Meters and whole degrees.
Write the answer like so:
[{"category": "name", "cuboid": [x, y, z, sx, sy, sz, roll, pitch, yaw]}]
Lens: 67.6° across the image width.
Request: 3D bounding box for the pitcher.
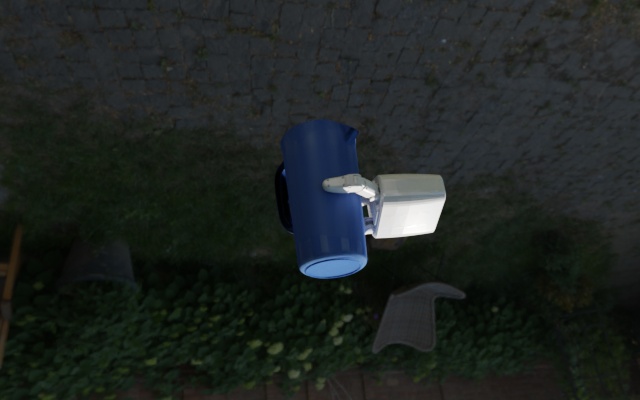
[{"category": "pitcher", "cuboid": [0.000, 0.003, 0.796, 0.145, 0.242, 0.149, -3, -26, -7]}]
